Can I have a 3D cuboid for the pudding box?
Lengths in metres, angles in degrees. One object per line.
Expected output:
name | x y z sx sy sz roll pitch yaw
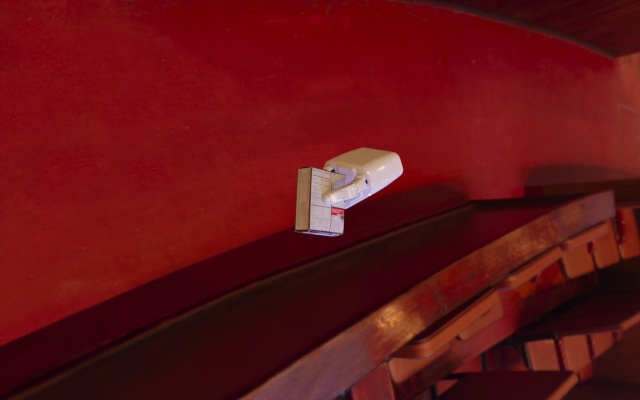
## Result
pudding box | 0.000 0.003 0.831 0.039 0.113 0.090 -8 -13 44
